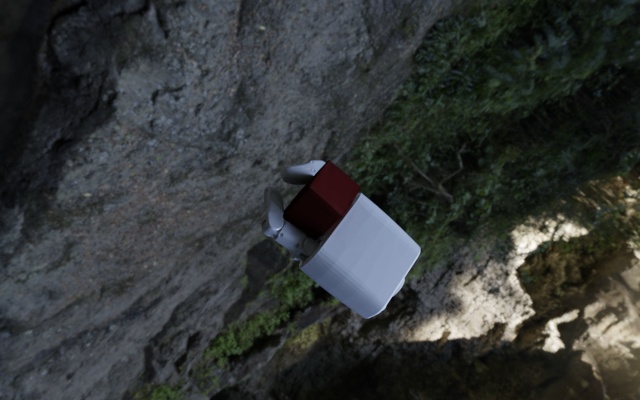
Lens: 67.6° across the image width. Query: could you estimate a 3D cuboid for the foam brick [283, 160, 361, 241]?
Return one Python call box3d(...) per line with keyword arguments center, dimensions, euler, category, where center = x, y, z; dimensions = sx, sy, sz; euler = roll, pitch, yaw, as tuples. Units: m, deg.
box3d(center=(0.000, 0.002, 0.551), dimensions=(0.053, 0.051, 0.078), euler=(-53, 5, -38), category="foam brick")
